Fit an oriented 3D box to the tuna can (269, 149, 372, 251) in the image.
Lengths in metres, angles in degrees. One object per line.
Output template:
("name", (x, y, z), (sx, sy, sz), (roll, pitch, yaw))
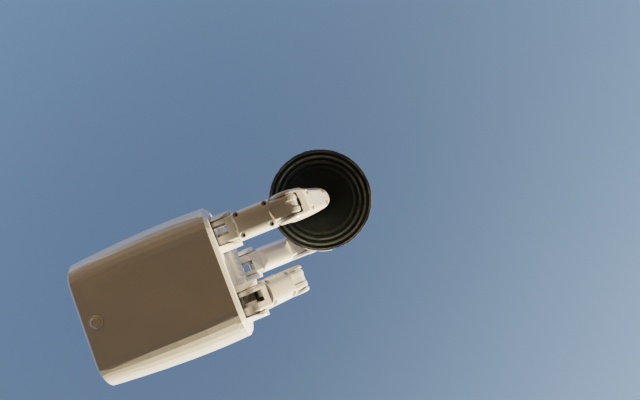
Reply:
("tuna can", (0.000, 0.001, 0.413), (0.086, 0.086, 0.034), (0, -9, 1))
